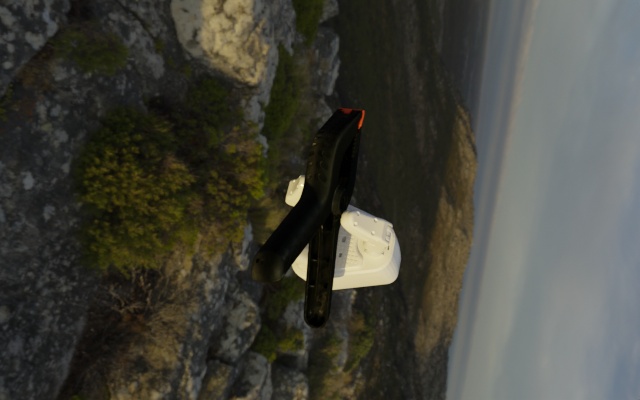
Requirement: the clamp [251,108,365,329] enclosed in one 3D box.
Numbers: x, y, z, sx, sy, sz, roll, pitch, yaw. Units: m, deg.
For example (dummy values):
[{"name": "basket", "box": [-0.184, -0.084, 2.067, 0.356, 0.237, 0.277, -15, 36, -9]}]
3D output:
[{"name": "clamp", "box": [0.001, 0.001, 0.424, 0.036, 0.210, 0.165, 9, -17, 18]}]
